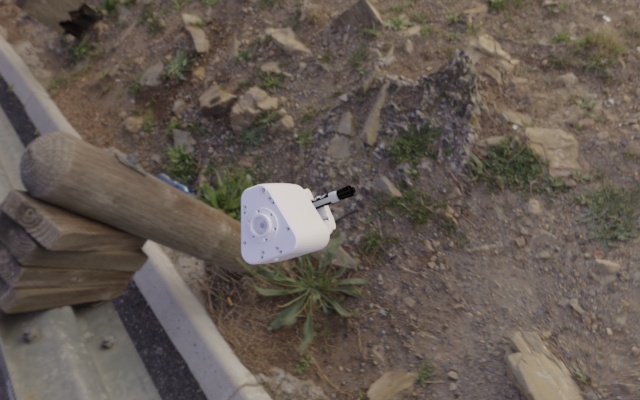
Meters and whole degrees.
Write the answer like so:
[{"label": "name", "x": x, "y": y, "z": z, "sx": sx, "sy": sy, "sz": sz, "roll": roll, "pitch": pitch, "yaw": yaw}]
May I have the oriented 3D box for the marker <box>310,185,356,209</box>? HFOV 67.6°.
[{"label": "marker", "x": 0.000, "y": 0.002, "z": 0.762, "sx": 0.121, "sy": 0.020, "sz": 0.020, "roll": -20, "pitch": -8, "yaw": 22}]
